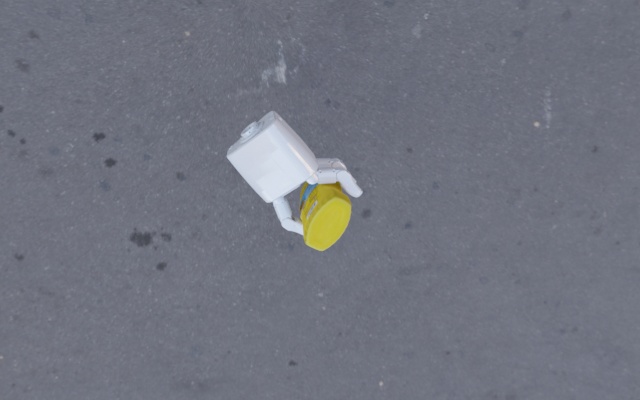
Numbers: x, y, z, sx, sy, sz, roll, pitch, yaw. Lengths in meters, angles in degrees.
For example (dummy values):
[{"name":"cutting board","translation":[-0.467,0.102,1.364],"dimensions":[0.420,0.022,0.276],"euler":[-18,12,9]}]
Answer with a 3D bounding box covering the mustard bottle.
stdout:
[{"name":"mustard bottle","translation":[0.000,0.003,0.821],"dimensions":[0.058,0.096,0.191],"euler":[24,17,-17]}]
